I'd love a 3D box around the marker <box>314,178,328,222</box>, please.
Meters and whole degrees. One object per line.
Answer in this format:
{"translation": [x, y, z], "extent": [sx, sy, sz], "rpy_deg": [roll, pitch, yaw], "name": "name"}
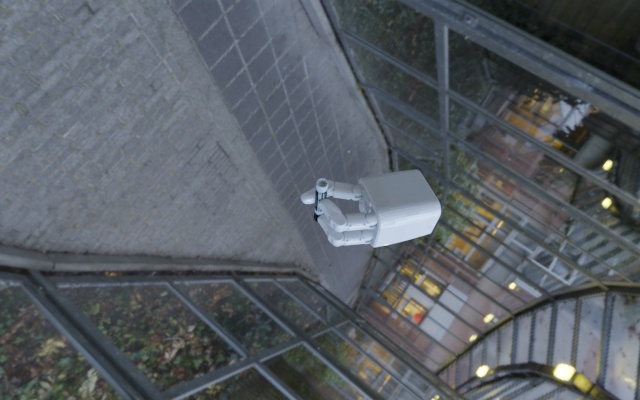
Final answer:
{"translation": [0.000, 0.003, 0.784], "extent": [0.020, 0.020, 0.121], "rpy_deg": [0, -30, -3], "name": "marker"}
